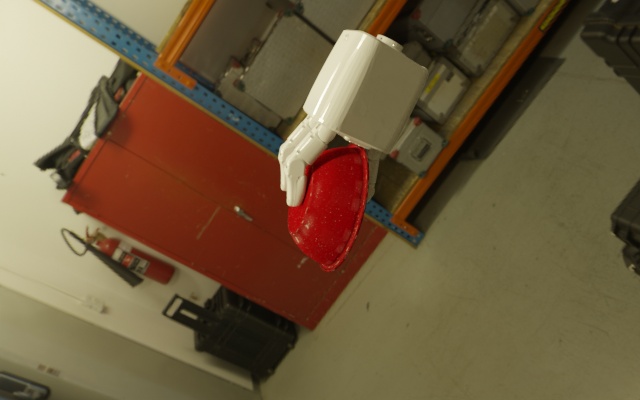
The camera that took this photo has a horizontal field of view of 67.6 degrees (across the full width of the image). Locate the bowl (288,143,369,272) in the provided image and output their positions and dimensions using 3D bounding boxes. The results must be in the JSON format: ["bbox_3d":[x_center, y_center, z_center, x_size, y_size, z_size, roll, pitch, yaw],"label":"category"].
[{"bbox_3d":[-0.001,0.003,0.578,0.055,0.162,0.162,13,-4,-17],"label":"bowl"}]
